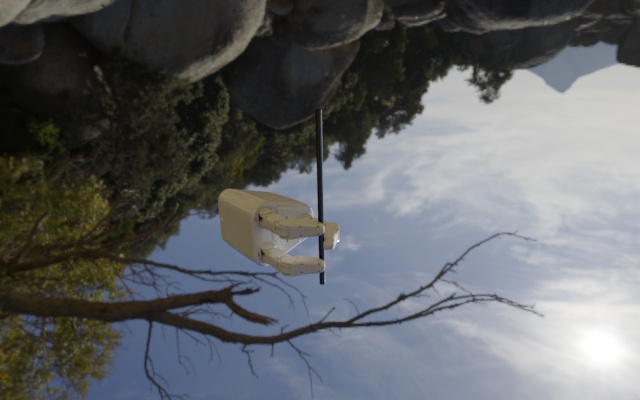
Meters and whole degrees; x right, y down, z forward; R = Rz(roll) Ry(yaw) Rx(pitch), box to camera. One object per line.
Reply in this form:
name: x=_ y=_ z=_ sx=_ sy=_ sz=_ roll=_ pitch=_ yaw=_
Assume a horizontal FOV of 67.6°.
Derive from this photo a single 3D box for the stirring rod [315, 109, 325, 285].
stirring rod: x=0.000 y=0.002 z=0.626 sx=0.011 sy=0.240 sz=0.011 roll=-1 pitch=19 yaw=0
